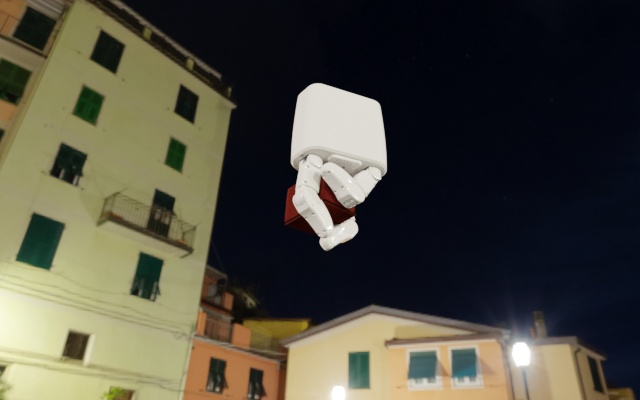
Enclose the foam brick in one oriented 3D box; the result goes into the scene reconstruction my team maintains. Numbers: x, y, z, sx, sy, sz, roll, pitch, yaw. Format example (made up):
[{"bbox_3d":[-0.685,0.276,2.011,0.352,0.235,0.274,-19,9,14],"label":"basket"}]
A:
[{"bbox_3d":[0.000,0.002,0.587,0.053,0.051,0.078,23,-37,-33],"label":"foam brick"}]
